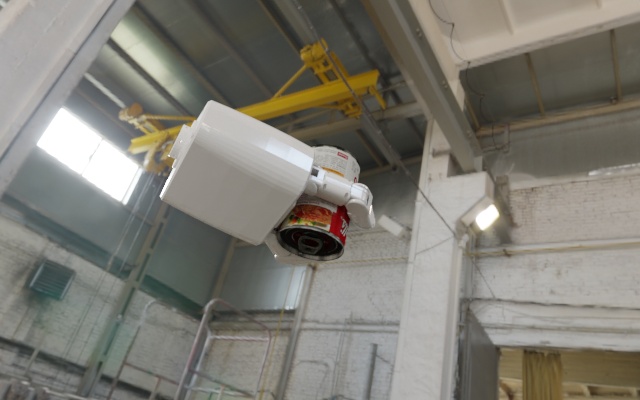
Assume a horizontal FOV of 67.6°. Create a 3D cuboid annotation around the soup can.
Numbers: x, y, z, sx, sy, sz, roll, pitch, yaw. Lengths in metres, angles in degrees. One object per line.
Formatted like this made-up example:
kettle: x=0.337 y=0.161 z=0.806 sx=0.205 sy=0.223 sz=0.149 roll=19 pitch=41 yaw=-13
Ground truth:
soup can: x=0.001 y=0.002 z=0.491 sx=0.068 sy=0.102 sz=0.068 roll=10 pitch=-31 yaw=6
